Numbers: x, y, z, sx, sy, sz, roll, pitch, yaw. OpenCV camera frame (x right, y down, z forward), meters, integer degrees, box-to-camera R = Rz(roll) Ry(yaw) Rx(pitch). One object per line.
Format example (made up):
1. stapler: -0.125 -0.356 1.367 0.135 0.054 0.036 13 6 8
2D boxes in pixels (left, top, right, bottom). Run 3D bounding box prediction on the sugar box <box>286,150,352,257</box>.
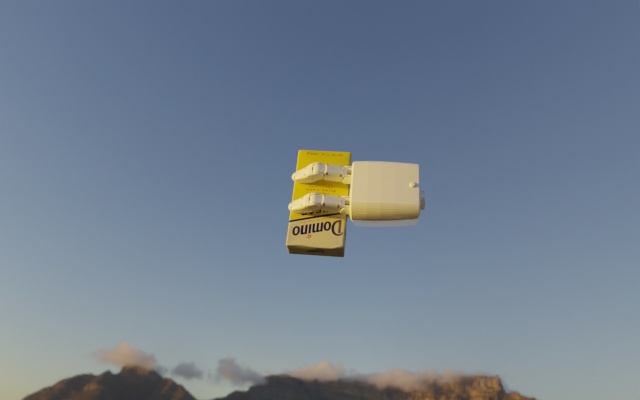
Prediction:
1. sugar box: 0.000 0.002 0.790 0.093 0.176 0.048 2 -28 6
